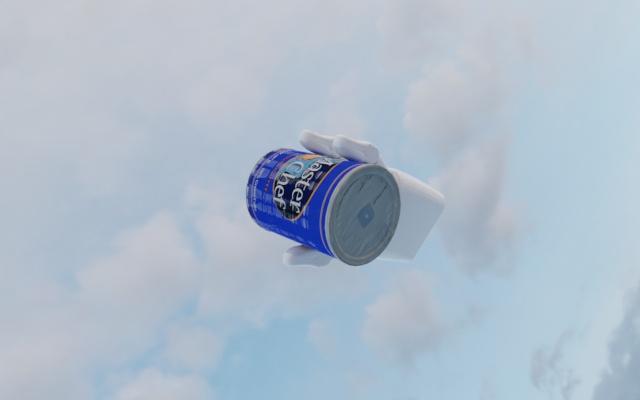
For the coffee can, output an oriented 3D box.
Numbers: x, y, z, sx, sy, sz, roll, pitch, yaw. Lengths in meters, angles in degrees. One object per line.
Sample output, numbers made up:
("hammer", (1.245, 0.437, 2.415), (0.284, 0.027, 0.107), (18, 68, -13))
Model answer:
("coffee can", (0.000, 0.002, 0.518), (0.103, 0.103, 0.140), (0, 12, -43))
